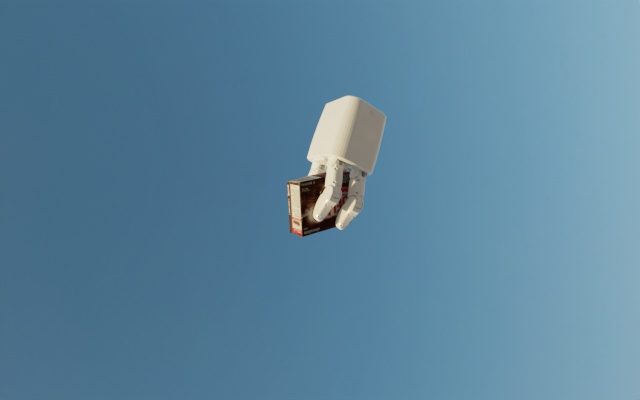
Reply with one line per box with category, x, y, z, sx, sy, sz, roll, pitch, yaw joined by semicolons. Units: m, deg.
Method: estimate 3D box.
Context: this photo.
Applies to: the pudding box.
pudding box;0.000;0.002;0.786;0.113;0.090;0.039;-13;17;-37
